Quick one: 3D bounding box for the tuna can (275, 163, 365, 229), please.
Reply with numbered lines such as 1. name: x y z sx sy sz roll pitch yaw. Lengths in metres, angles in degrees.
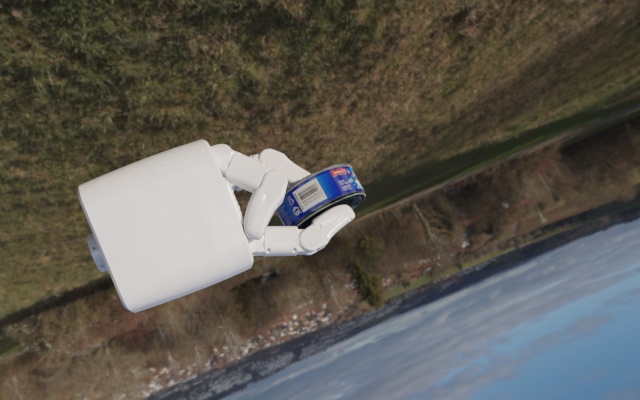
1. tuna can: 0.000 0.002 0.462 0.086 0.033 0.086 -27 -14 -8
